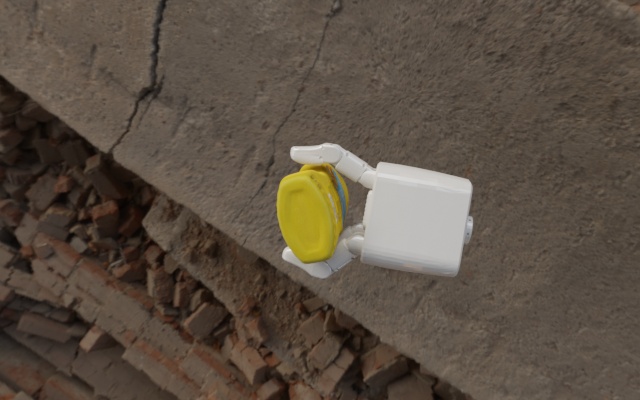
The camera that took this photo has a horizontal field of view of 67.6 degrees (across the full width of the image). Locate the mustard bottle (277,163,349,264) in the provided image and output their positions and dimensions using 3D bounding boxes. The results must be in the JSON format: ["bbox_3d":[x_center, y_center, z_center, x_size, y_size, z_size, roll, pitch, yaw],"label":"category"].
[{"bbox_3d":[0.000,0.002,0.579,0.058,0.096,0.191,-15,9,13],"label":"mustard bottle"}]
